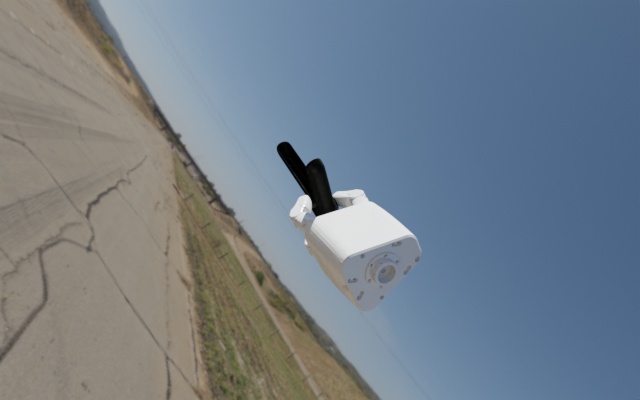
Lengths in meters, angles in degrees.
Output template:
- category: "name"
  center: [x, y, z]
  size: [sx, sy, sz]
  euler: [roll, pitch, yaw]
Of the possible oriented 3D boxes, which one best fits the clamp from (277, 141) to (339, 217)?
- category: "clamp"
  center: [0.001, 0.003, 0.740]
  size: [0.036, 0.210, 0.164]
  euler: [-32, 31, -9]
